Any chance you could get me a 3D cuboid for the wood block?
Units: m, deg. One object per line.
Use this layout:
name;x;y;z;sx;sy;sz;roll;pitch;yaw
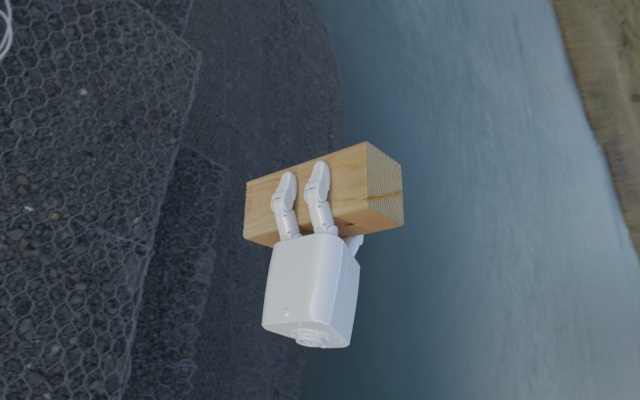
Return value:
wood block;0.000;0.003;0.655;0.206;0.090;0.091;-15;-26;35
